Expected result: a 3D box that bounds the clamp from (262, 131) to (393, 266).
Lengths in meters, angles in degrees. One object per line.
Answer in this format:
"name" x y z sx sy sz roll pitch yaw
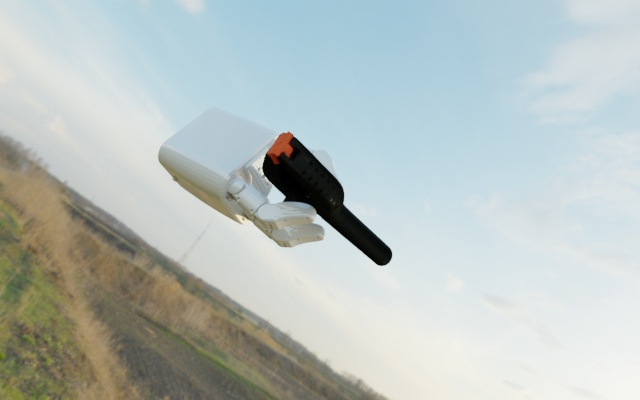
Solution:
"clamp" 0.000 0.001 0.519 0.164 0.036 0.210 26 -18 22
